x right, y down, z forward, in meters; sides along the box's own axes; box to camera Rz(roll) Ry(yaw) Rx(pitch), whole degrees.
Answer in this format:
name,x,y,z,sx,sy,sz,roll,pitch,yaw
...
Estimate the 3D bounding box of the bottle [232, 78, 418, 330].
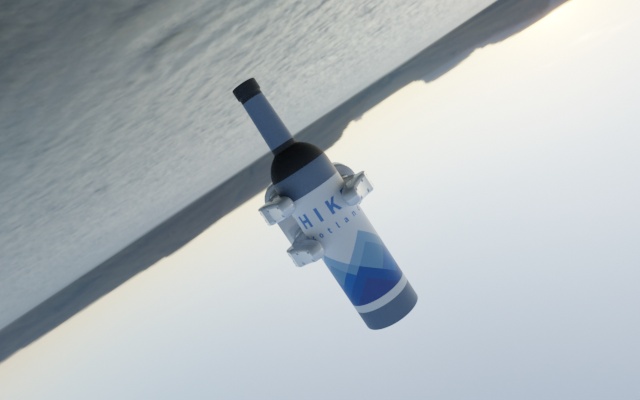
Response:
name,x,y,z,sx,sy,sz,roll,pitch,yaw
bottle,0.000,0.002,0.514,0.069,0.296,0.069,-33,8,5
